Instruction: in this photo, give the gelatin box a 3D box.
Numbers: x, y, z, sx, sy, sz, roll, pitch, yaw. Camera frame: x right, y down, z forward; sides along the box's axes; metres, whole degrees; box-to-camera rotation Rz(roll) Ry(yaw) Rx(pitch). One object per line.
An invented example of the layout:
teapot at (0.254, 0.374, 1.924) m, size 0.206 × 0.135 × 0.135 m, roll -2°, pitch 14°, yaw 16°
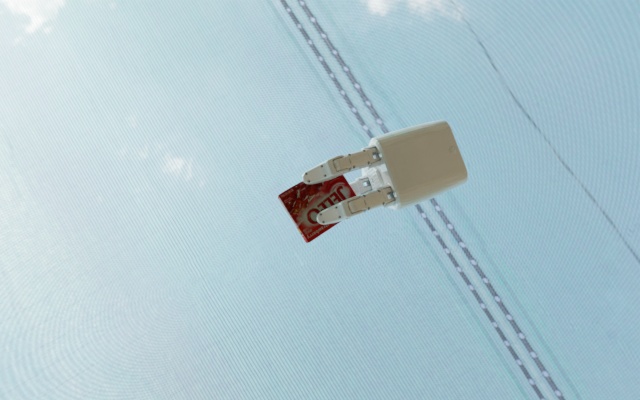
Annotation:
gelatin box at (0.000, 0.002, 0.625) m, size 0.089 × 0.073 × 0.030 m, roll -32°, pitch -2°, yaw -9°
